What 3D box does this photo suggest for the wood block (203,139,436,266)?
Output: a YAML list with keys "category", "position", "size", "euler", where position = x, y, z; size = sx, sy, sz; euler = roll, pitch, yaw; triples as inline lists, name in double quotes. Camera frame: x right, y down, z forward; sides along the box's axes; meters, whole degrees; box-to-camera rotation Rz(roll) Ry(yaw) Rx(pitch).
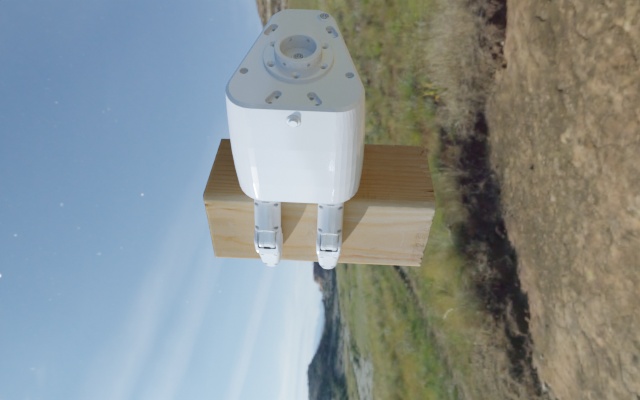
- category: "wood block"
  position: [0.000, 0.001, 0.480]
  size: [0.206, 0.090, 0.090]
  euler: [3, 44, 1]
